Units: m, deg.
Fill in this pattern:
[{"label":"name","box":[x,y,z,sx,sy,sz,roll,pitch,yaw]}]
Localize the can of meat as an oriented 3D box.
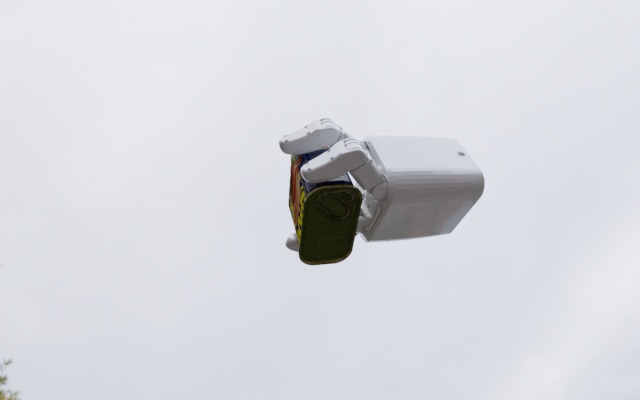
[{"label":"can of meat","box":[0.000,0.002,0.497,0.057,0.102,0.084,-4,40,-14]}]
